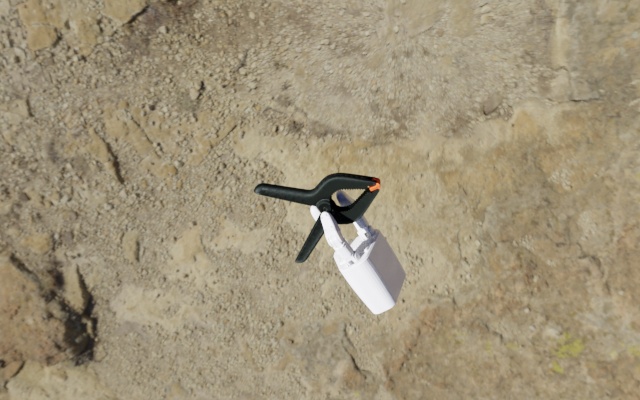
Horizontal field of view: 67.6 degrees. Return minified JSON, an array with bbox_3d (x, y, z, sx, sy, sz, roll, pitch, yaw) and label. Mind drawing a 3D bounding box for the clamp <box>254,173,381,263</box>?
[{"bbox_3d":[0.001,0.003,0.814,0.210,0.164,0.036,-30,18,18],"label":"clamp"}]
